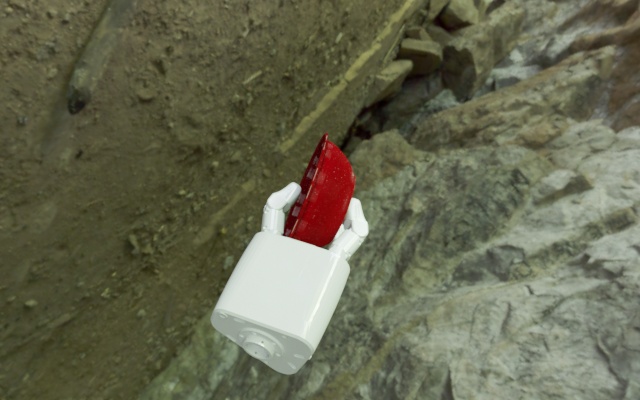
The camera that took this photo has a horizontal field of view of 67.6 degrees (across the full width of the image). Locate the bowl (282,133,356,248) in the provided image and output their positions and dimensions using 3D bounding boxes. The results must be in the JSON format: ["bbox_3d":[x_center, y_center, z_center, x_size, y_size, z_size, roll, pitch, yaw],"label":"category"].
[{"bbox_3d":[0.001,0.001,0.587,0.055,0.162,0.162,21,-3,-7],"label":"bowl"}]
